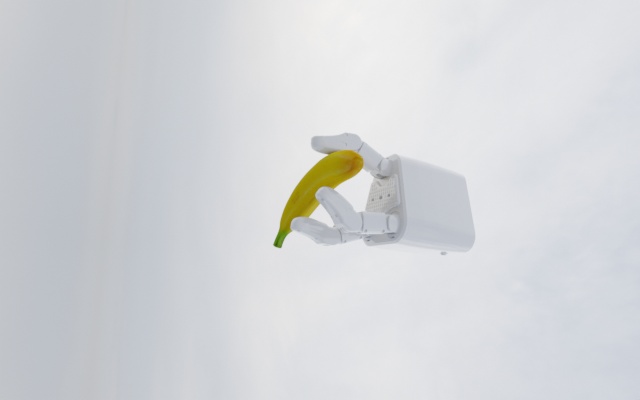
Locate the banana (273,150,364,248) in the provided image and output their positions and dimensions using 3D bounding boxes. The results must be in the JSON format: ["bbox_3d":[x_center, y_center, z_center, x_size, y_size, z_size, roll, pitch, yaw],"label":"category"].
[{"bbox_3d":[-0.001,-0.012,0.571,0.037,0.069,0.198,17,-39,-22],"label":"banana"}]
